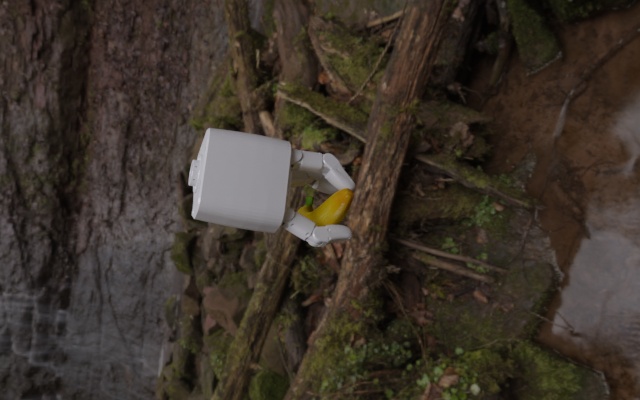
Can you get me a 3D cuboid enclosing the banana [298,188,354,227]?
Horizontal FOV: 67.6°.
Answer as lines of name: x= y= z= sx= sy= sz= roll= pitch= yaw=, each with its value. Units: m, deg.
banana: x=-0.005 y=0.021 z=0.682 sx=0.037 sy=0.069 sz=0.198 roll=13 pitch=-6 yaw=-17
